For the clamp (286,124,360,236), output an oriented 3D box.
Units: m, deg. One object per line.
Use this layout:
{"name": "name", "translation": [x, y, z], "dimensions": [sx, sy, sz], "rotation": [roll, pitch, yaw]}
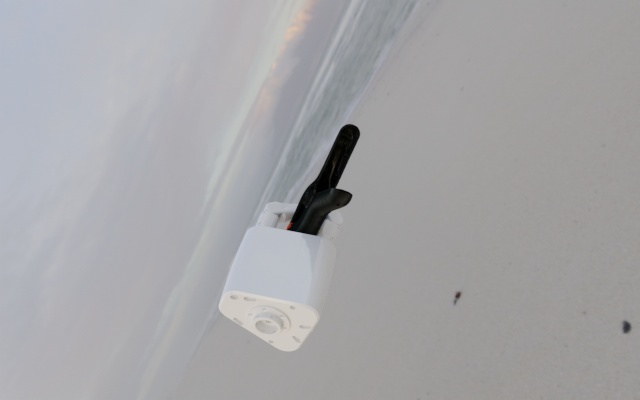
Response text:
{"name": "clamp", "translation": [-0.001, 0.002, 0.574], "dimensions": [0.039, 0.172, 0.120], "rotation": [24, 38, -7]}
